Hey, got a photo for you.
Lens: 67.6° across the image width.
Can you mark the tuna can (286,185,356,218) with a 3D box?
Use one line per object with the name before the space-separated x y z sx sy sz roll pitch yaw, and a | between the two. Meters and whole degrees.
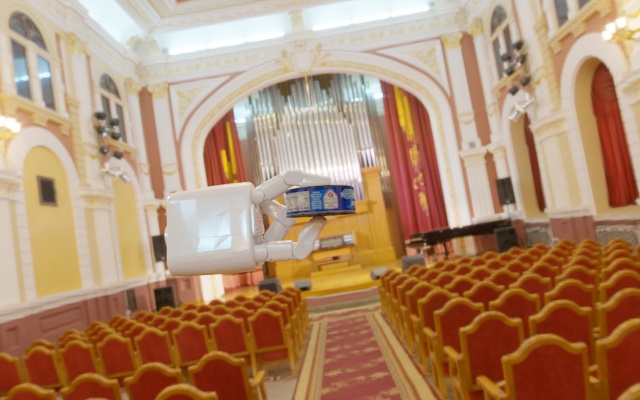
tuna can | 0.000 0.001 0.583 0.086 0.034 0.086 -3 -4 0
